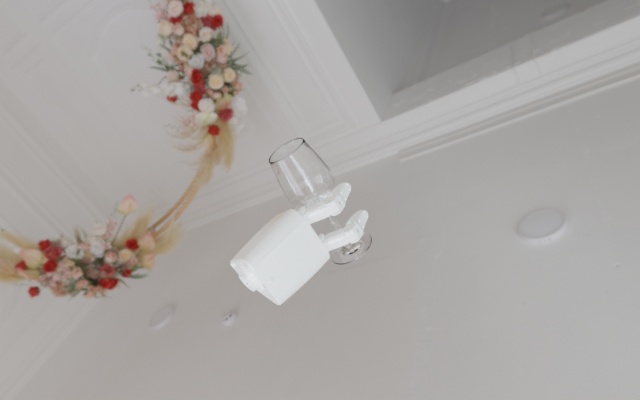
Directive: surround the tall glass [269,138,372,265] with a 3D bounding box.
[{"bbox_3d":[0.001,0.003,0.735,0.079,0.201,0.079,-27,24,13],"label":"tall glass"}]
